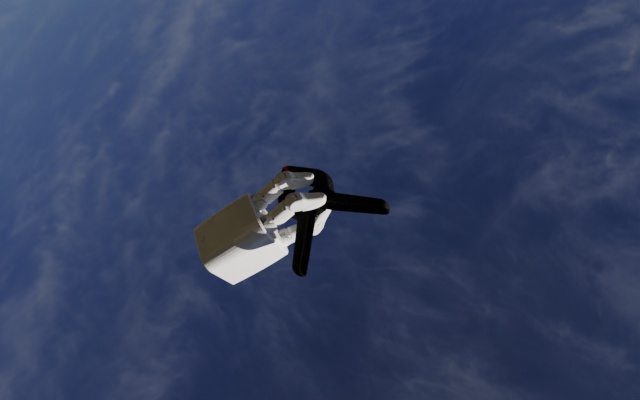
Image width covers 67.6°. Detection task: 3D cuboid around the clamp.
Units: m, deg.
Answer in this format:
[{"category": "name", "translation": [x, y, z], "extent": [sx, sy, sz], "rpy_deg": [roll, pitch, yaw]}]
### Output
[{"category": "clamp", "translation": [0.000, 0.003, 0.740], "extent": [0.164, 0.209, 0.036], "rpy_deg": [-31, -45, 1]}]
